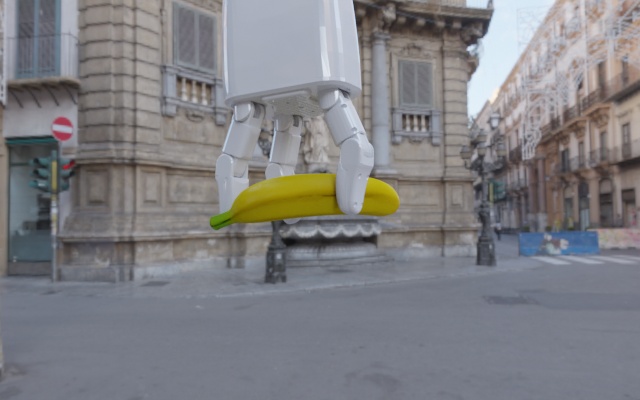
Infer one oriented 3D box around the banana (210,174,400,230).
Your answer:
[{"bbox_3d":[0.006,-0.002,0.424,0.198,0.037,0.069,-2,-10,-30],"label":"banana"}]
